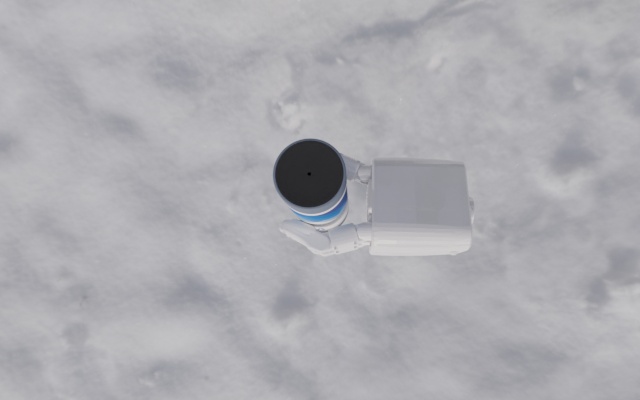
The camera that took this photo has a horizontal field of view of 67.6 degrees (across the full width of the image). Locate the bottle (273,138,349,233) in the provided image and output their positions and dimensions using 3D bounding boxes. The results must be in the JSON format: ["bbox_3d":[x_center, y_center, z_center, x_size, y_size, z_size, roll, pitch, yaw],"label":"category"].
[{"bbox_3d":[0.000,0.002,0.572,0.069,0.069,0.296,0,-10,4],"label":"bottle"}]
